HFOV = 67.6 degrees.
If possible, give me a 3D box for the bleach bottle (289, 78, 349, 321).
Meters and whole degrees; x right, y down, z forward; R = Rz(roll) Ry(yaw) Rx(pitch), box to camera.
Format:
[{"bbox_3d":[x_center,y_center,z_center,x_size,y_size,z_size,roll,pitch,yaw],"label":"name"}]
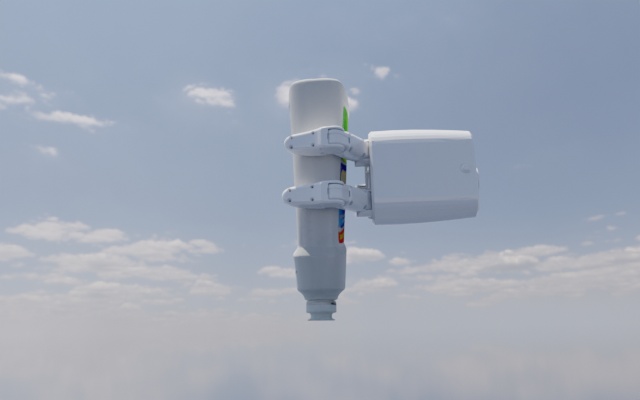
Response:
[{"bbox_3d":[0.000,0.002,0.519,0.068,0.250,0.102,-2,-15,6],"label":"bleach bottle"}]
